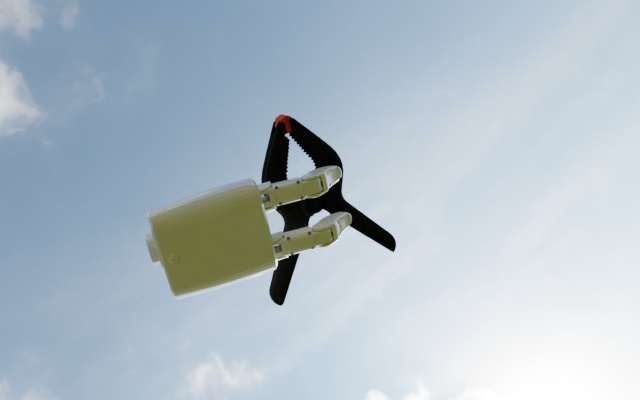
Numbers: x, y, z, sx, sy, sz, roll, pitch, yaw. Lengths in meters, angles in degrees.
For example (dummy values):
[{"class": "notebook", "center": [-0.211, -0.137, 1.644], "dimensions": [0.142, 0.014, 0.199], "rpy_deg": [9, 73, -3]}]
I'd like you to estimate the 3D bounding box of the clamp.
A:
[{"class": "clamp", "center": [-0.001, 0.001, 0.543], "dimensions": [0.164, 0.210, 0.036], "rpy_deg": [-17, 18, -16]}]
